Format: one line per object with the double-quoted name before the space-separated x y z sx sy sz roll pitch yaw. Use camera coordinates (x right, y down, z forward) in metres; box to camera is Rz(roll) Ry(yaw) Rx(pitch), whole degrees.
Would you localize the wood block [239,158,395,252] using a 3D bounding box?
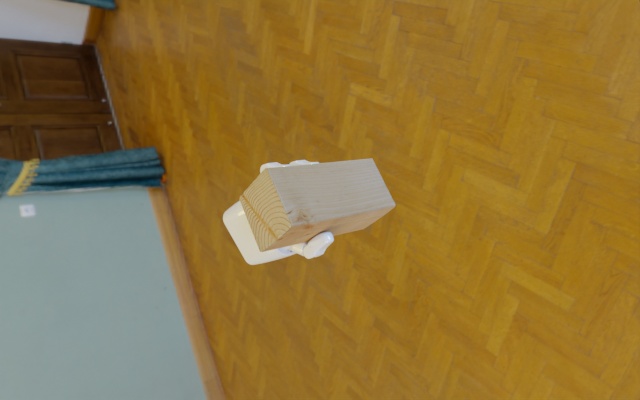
"wood block" 0.000 0.003 0.710 0.206 0.090 0.090 -10 -21 -41
